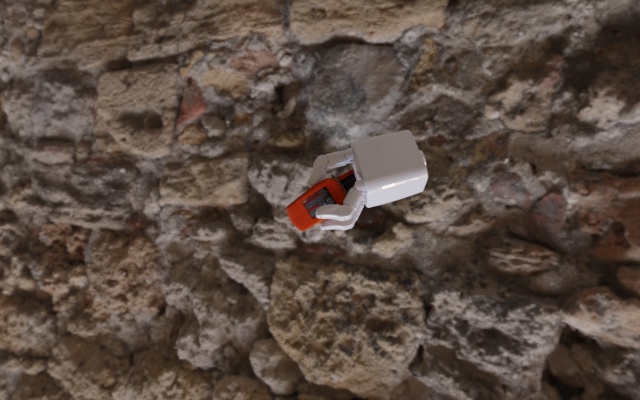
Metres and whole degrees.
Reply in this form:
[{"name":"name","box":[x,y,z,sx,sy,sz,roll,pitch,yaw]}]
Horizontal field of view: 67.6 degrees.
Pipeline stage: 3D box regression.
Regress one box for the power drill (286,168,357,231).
[{"name":"power drill","box":[0.000,0.003,0.892,0.184,0.057,0.187,-36,0,16]}]
